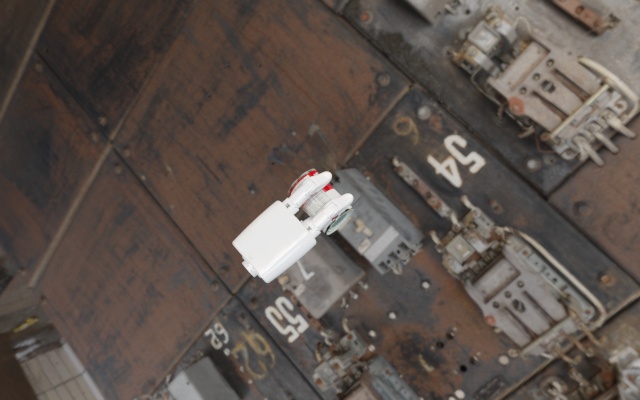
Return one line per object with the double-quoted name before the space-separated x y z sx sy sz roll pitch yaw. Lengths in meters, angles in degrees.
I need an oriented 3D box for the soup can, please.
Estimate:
"soup can" 0.001 0.003 0.850 0.102 0.068 0.068 46 15 15
